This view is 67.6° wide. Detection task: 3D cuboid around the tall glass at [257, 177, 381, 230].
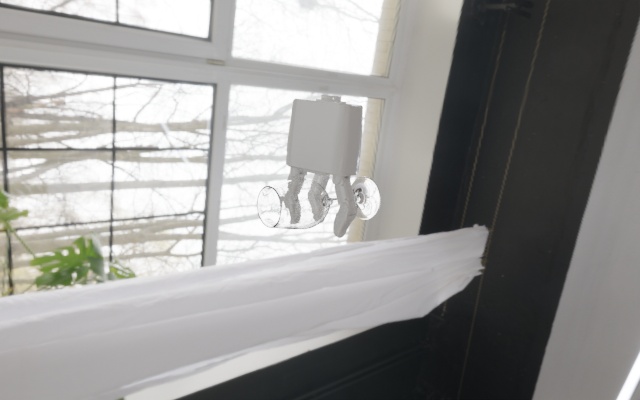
[{"bbox_3d":[0.001,0.003,0.753,0.201,0.079,0.079,-6,4,-41],"label":"tall glass"}]
